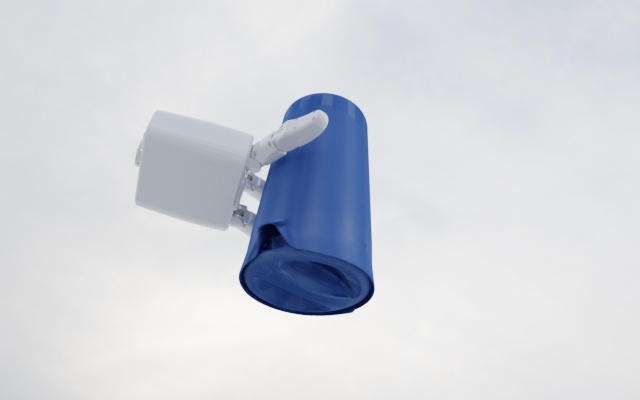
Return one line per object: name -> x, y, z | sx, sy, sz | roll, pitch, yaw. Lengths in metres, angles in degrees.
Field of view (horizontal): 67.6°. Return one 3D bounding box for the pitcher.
pitcher -> 0.000, 0.002, 0.542 | 0.145, 0.242, 0.149 | 15, -39, -11
